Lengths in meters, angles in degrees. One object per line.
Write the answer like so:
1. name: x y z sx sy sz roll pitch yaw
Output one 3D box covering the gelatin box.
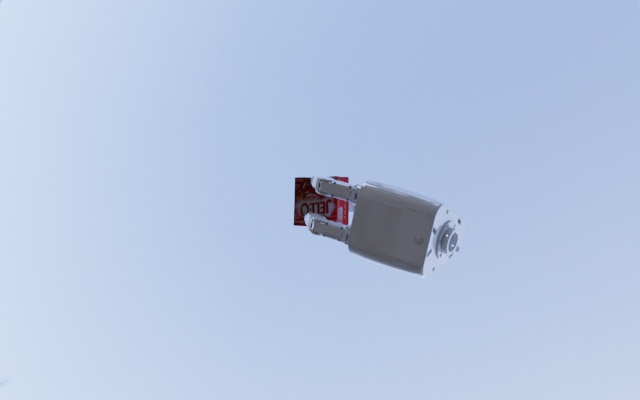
1. gelatin box: 0.000 0.002 0.693 0.089 0.073 0.030 1 0 44
